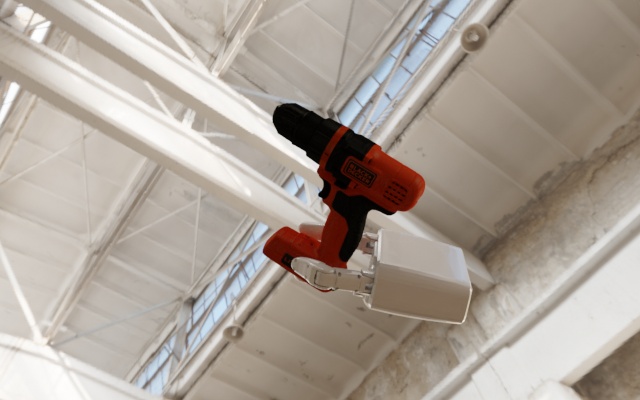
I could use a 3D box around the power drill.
[{"bbox_3d":[0.000,0.002,0.549,0.184,0.188,0.057,33,32,9],"label":"power drill"}]
